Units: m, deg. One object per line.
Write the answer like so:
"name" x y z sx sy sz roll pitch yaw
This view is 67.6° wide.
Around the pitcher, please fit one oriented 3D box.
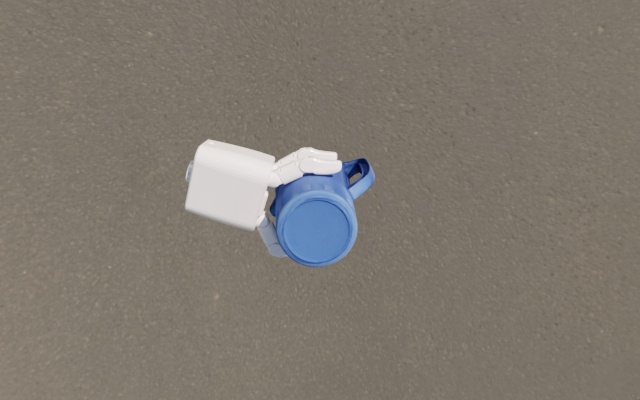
"pitcher" 0.000 0.002 0.730 0.145 0.149 0.242 17 14 -7
